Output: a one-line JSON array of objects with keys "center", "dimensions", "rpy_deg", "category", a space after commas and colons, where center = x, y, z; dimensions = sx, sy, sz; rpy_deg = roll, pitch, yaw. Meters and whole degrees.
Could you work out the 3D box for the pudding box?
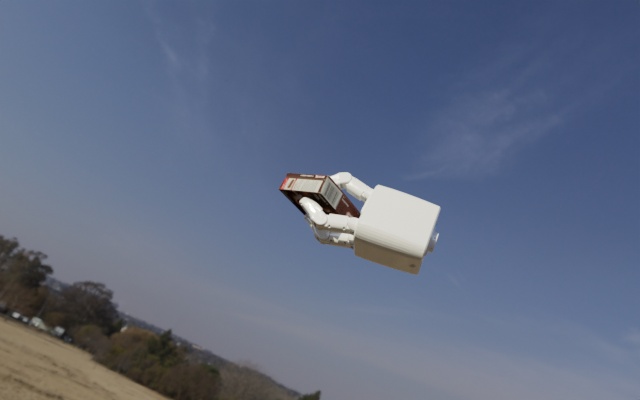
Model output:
[{"center": [0.000, 0.002, 0.777], "dimensions": [0.090, 0.039, 0.113], "rpy_deg": [5, -32, 40], "category": "pudding box"}]
